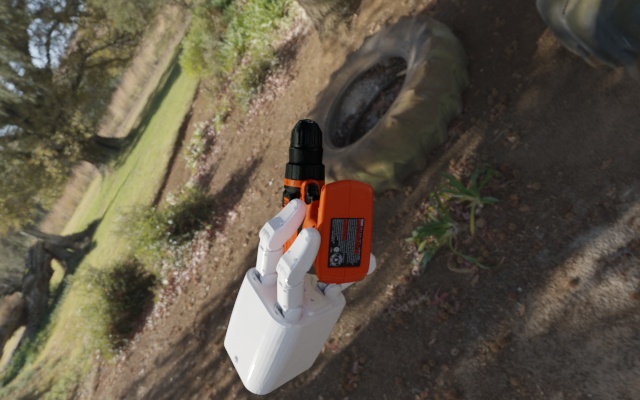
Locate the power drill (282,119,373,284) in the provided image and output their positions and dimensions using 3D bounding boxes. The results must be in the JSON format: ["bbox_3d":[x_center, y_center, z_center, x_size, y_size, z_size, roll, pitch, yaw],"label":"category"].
[{"bbox_3d":[0.000,0.002,0.542,0.057,0.184,0.187,-2,11,-16],"label":"power drill"}]
